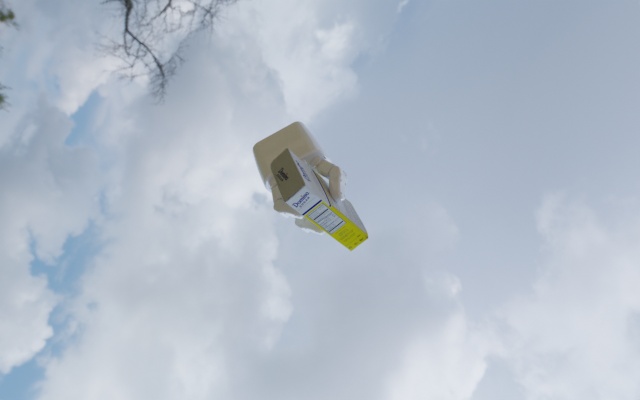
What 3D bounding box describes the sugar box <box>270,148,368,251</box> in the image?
[{"bbox_3d":[0.000,0.003,0.737,0.176,0.048,0.093,36,19,-41],"label":"sugar box"}]
